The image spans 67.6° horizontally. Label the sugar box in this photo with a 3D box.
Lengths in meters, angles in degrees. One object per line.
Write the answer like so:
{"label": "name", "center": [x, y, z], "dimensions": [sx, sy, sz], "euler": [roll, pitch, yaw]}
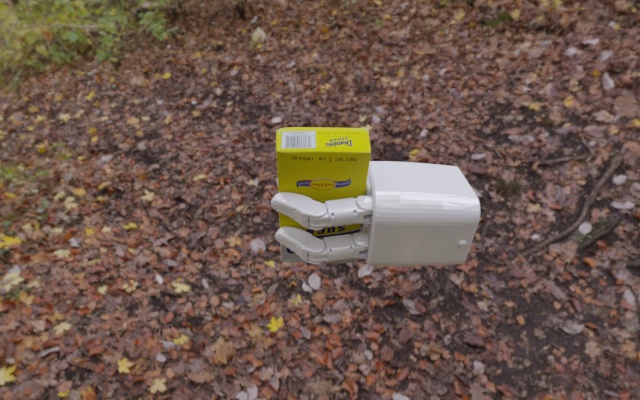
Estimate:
{"label": "sugar box", "center": [0.000, 0.002, 0.524], "dimensions": [0.093, 0.176, 0.048], "euler": [1, 44, -1]}
